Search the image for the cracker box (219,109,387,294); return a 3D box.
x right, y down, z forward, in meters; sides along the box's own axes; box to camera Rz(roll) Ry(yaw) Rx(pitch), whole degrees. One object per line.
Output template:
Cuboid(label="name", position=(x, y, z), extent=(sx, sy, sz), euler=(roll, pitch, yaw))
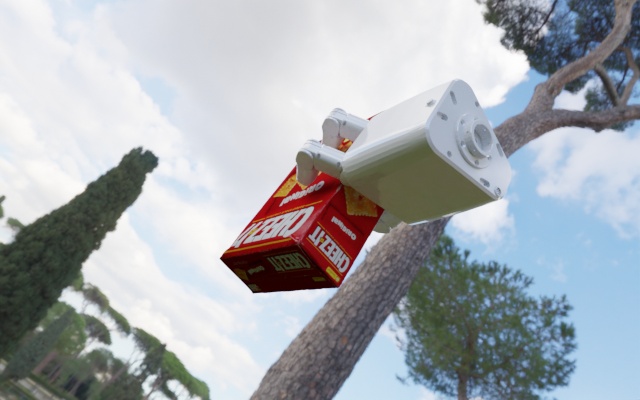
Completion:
Cuboid(label="cracker box", position=(0.000, 0.002, 0.552), extent=(0.164, 0.072, 0.213), euler=(-18, 30, 51))
